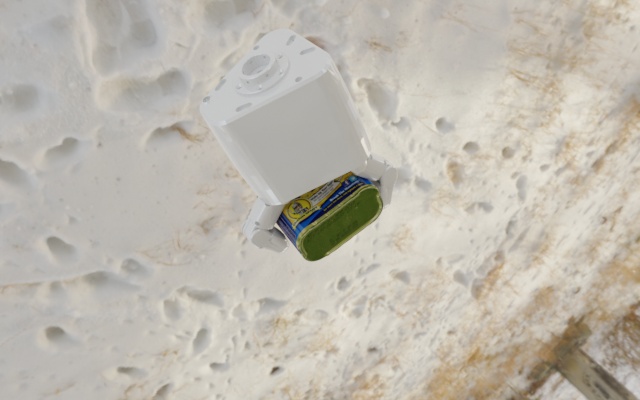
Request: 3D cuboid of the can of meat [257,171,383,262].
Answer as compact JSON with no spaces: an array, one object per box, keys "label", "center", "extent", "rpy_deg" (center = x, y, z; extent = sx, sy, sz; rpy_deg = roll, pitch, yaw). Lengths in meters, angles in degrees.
[{"label":"can of meat","center":[0.000,0.002,0.484],"extent":[0.102,0.057,0.084],"rpy_deg":[-37,48,-8]}]
